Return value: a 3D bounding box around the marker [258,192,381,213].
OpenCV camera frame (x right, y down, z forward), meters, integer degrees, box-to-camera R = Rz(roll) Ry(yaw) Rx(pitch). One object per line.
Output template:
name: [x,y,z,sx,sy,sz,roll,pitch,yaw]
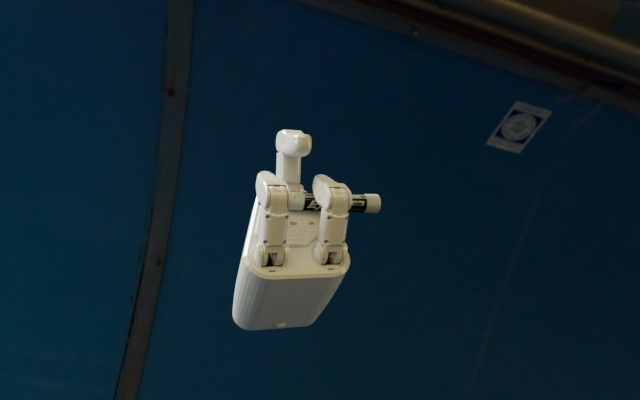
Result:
marker: [0.000,0.001,0.459,0.121,0.020,0.020,2,-1,-20]
